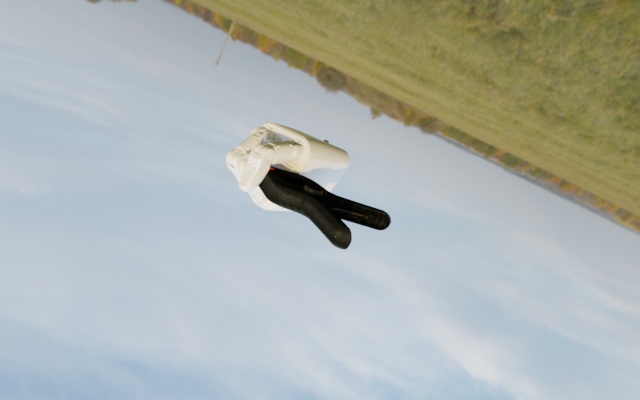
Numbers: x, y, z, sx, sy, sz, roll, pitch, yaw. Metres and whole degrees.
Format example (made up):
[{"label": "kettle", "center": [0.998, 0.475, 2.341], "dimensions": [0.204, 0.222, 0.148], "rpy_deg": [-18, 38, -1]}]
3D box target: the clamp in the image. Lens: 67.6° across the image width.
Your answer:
[{"label": "clamp", "center": [0.000, 0.002, 0.572], "dimensions": [0.171, 0.039, 0.120], "rpy_deg": [34, 18, 31]}]
